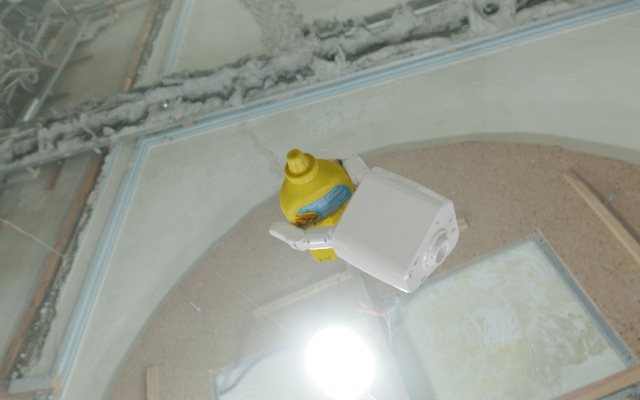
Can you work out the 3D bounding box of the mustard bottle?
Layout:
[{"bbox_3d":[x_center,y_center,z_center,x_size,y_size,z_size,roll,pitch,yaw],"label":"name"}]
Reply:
[{"bbox_3d":[0.000,0.002,0.622,0.096,0.058,0.192,-31,-41,-1],"label":"mustard bottle"}]
